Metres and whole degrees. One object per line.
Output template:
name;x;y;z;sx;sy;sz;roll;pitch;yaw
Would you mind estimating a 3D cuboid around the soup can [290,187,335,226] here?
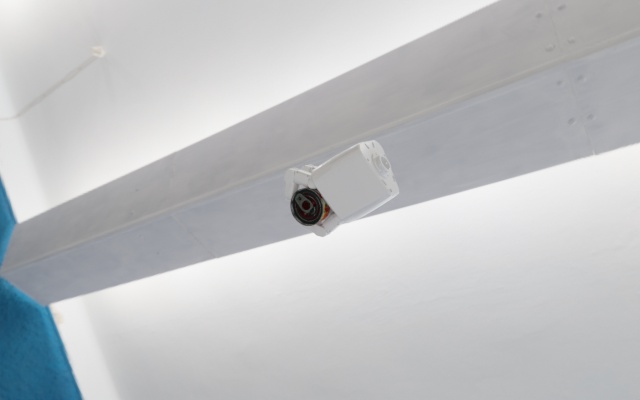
soup can;0.000;0.003;0.876;0.068;0.068;0.102;0;10;30
